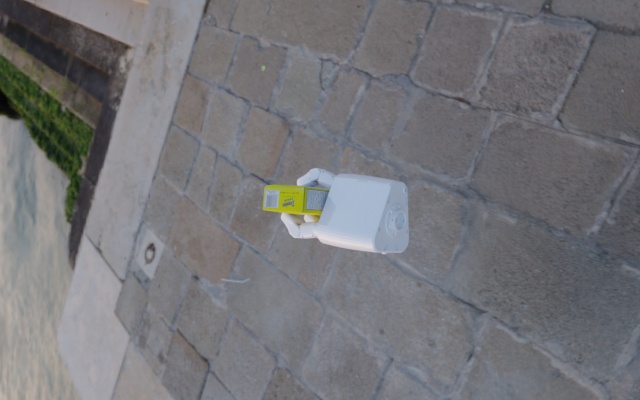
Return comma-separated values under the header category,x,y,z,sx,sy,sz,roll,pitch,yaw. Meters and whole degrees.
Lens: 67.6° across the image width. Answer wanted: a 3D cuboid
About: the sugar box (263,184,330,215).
category,x,y,z,sx,sy,sz,roll,pitch,yaw
sugar box,0.000,0.003,0.794,0.093,0.048,0.176,4,-3,43
